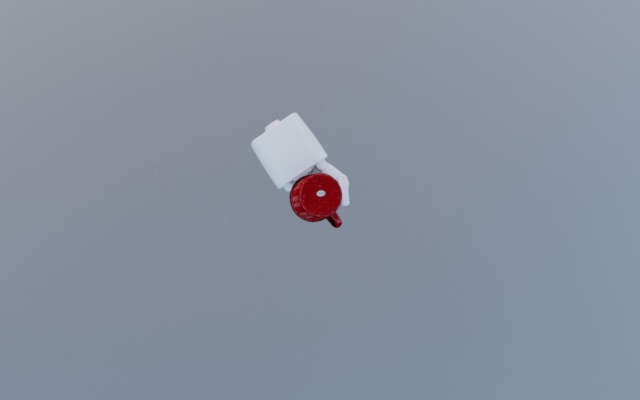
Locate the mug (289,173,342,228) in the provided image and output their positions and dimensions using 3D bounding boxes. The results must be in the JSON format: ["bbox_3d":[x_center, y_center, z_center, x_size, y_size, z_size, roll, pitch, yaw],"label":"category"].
[{"bbox_3d":[0.001,0.004,0.884,0.093,0.117,0.081,-35,3,-11],"label":"mug"}]
